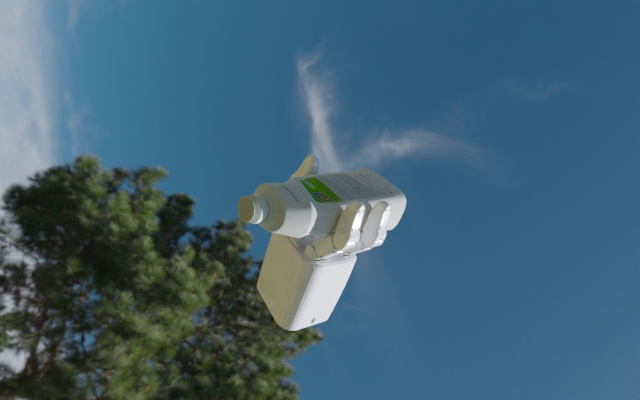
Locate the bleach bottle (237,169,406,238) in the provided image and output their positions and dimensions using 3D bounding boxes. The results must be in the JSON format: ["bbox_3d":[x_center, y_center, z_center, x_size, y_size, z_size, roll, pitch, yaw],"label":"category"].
[{"bbox_3d":[0.000,0.002,0.601,0.251,0.068,0.102,-2,31,-47],"label":"bleach bottle"}]
